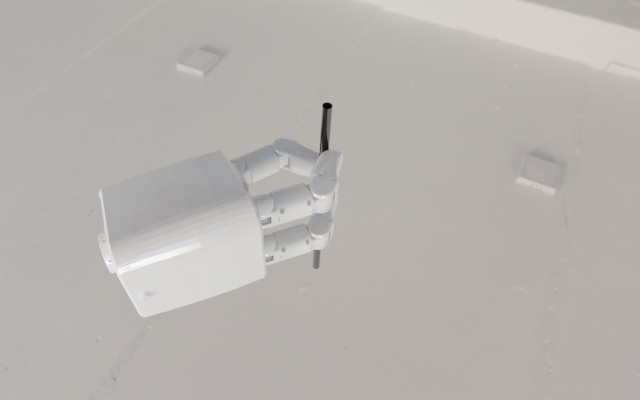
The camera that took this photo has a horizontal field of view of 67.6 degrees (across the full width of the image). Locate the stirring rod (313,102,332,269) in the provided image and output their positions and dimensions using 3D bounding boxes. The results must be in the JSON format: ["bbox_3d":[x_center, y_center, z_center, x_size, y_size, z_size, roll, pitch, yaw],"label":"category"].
[{"bbox_3d":[0.000,0.001,0.465,0.011,0.011,0.240,0,-39,-3],"label":"stirring rod"}]
